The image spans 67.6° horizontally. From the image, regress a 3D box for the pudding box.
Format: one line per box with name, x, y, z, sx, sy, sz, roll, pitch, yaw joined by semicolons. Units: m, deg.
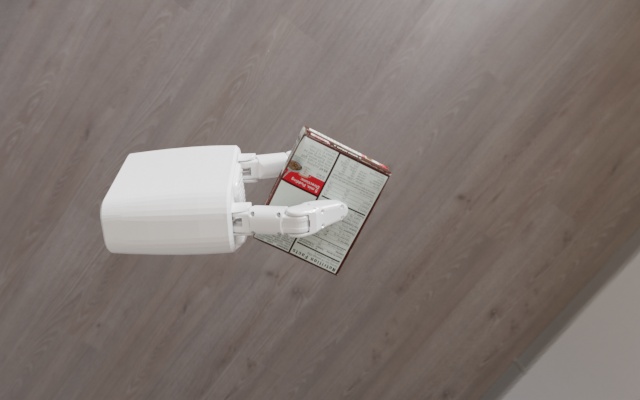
pudding box;0.000;0.001;0.443;0.090;0.113;0.039;25;16;-8
